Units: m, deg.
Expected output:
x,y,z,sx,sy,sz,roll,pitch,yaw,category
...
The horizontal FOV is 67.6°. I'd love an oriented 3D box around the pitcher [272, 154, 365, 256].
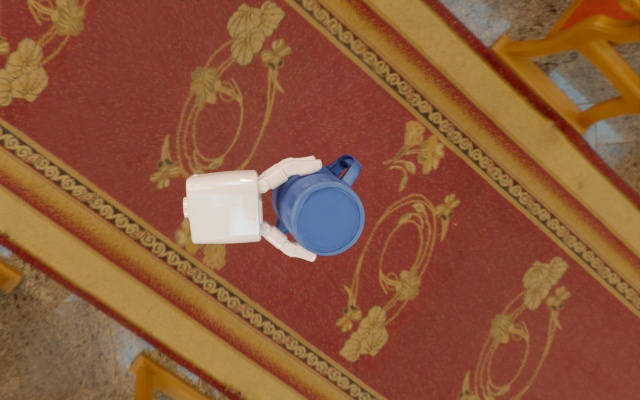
x,y,z,sx,sy,sz,roll,pitch,yaw,category
0.000,0.003,0.780,0.145,0.149,0.243,-1,8,-9,pitcher
